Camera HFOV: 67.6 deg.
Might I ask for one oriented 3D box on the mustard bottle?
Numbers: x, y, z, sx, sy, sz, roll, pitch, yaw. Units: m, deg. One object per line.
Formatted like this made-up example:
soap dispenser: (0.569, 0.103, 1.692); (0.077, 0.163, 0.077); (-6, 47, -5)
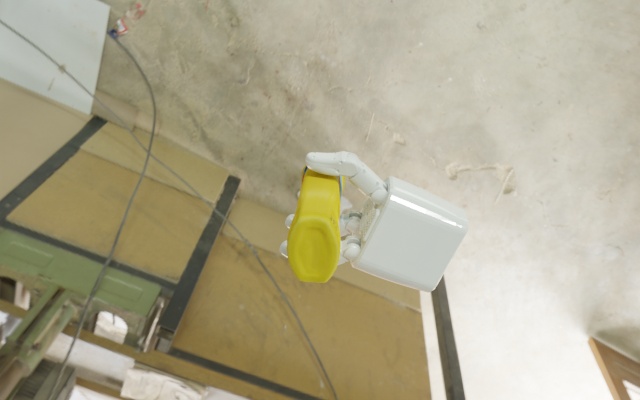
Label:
mustard bottle: (0.000, 0.002, 0.581); (0.058, 0.096, 0.191); (2, 35, 4)
